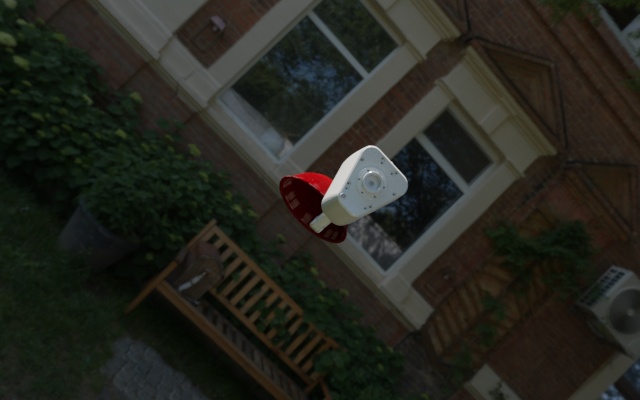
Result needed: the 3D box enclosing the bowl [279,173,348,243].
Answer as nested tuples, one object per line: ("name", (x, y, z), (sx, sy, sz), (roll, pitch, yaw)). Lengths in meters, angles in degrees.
("bowl", (0.000, 0.003, 0.890), (0.055, 0.162, 0.162), (-45, 24, -26))
